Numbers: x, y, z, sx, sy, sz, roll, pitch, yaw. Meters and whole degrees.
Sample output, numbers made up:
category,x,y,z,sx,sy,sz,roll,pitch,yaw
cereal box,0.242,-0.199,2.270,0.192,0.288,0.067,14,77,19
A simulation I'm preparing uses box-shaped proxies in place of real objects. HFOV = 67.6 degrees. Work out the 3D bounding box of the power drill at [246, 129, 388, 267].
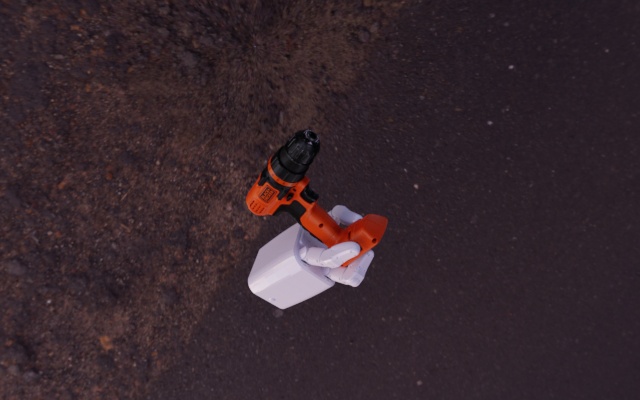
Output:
category,x,y,z,sx,sy,sz,roll,pitch,yaw
power drill,0.000,0.003,0.678,0.187,0.057,0.184,38,-41,-7
